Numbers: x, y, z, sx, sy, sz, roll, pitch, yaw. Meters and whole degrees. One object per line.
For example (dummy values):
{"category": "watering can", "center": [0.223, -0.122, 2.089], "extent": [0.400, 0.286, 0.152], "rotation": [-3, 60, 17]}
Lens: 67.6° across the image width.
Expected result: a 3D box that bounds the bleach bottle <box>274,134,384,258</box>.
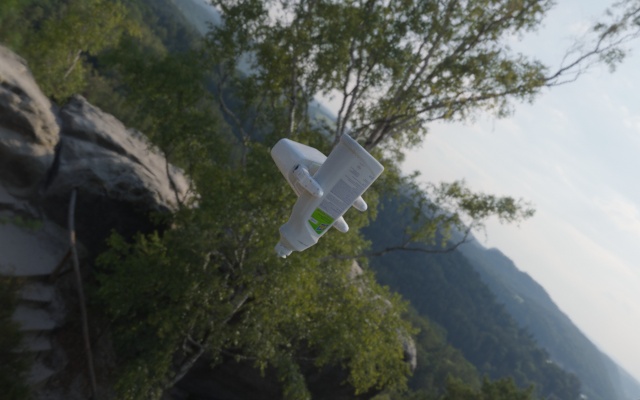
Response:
{"category": "bleach bottle", "center": [0.000, 0.003, 0.885], "extent": [0.103, 0.251, 0.068], "rotation": [36, 9, -39]}
